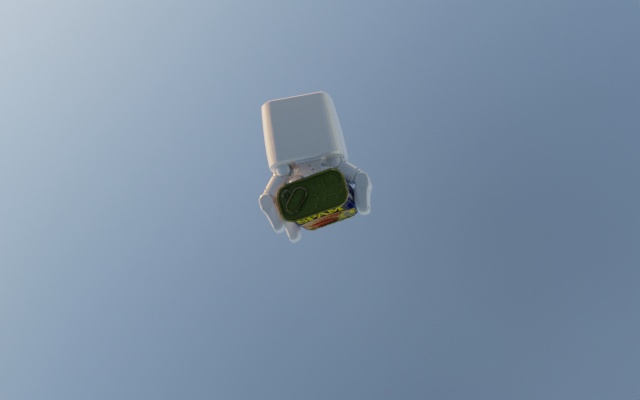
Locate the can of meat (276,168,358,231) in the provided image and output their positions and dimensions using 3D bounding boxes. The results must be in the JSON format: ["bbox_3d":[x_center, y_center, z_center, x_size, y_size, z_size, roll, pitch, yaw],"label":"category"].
[{"bbox_3d":[0.000,0.002,0.692,0.102,0.057,0.084,-19,-19,13],"label":"can of meat"}]
